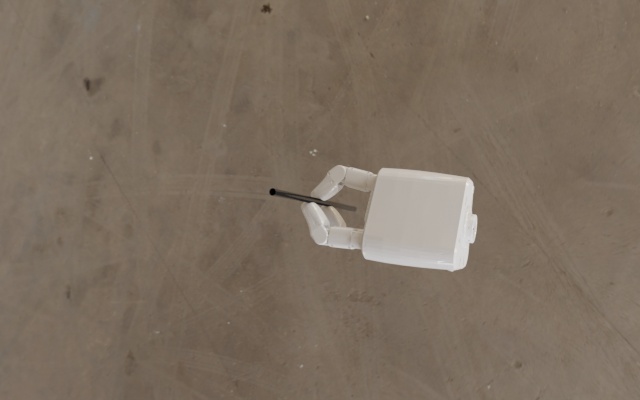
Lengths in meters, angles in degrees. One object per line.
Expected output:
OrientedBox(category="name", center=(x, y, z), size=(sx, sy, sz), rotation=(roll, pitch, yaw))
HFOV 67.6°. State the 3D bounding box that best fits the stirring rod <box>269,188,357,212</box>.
OrientedBox(category="stirring rod", center=(0.000, 0.002, 0.612), size=(0.011, 0.011, 0.239), rotation=(0, -5, 25))
